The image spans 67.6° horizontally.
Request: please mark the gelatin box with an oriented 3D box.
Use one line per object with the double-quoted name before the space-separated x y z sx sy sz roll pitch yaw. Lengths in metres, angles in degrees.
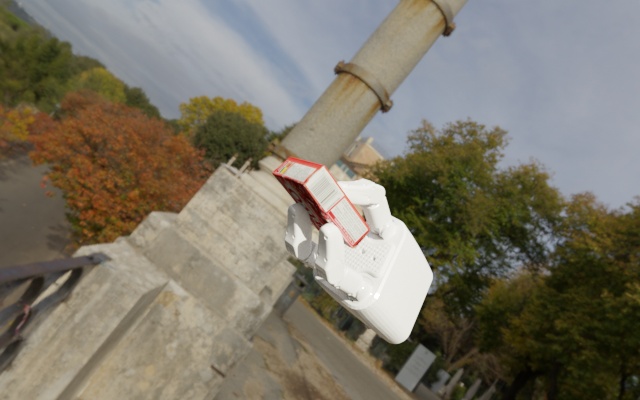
"gelatin box" 0.000 0.001 0.474 0.030 0.089 0.073 -44 28 -13
